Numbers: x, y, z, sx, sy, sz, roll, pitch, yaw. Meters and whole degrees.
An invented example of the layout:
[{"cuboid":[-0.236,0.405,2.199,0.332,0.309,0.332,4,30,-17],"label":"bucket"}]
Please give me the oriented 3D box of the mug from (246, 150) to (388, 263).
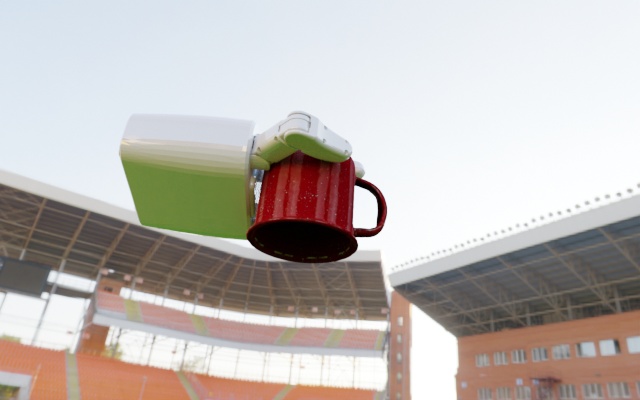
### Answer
[{"cuboid":[0.002,0.001,0.413,0.117,0.081,0.093,5,-27,0],"label":"mug"}]
